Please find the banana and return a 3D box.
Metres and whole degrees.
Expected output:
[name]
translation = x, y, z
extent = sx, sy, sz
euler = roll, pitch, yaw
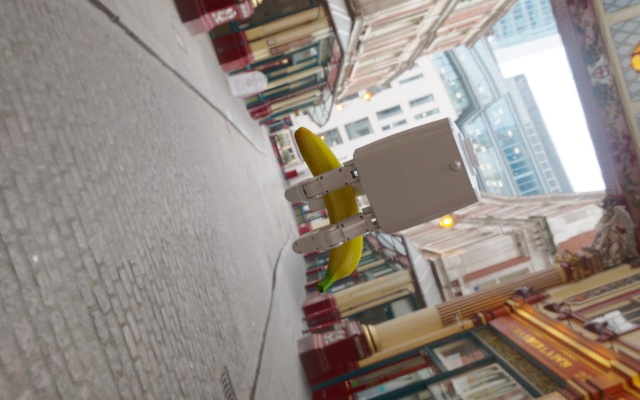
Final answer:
[banana]
translation = 0.014, 0.006, 0.568
extent = 0.069, 0.197, 0.037
euler = 2, -17, -43
